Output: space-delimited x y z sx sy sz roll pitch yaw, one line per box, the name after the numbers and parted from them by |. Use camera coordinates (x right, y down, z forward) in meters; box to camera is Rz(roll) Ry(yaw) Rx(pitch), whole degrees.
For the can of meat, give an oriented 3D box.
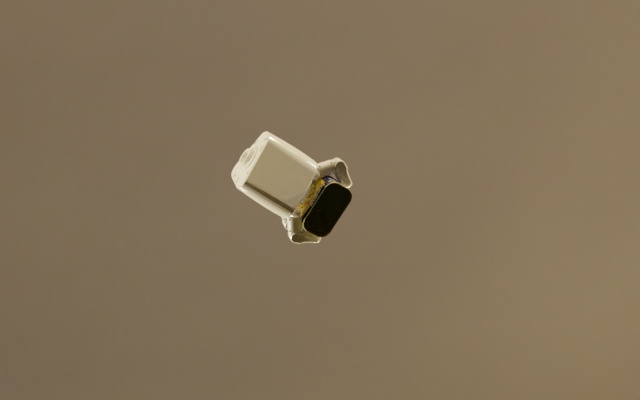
0.000 0.003 0.867 0.057 0.102 0.084 28 10 -27 | can of meat
